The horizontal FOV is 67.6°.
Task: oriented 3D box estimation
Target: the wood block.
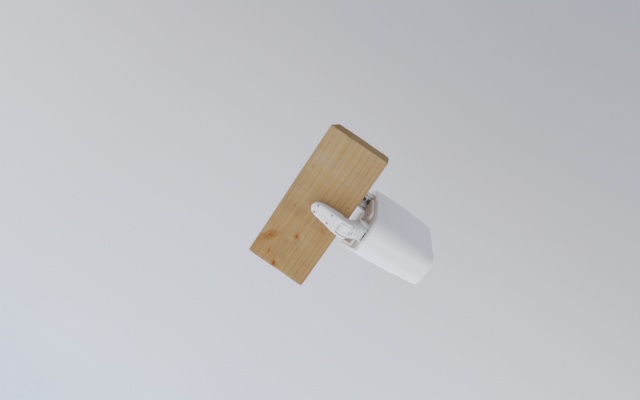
[{"bbox_3d":[0.000,0.003,0.675,0.090,0.206,0.091,35,13,1],"label":"wood block"}]
